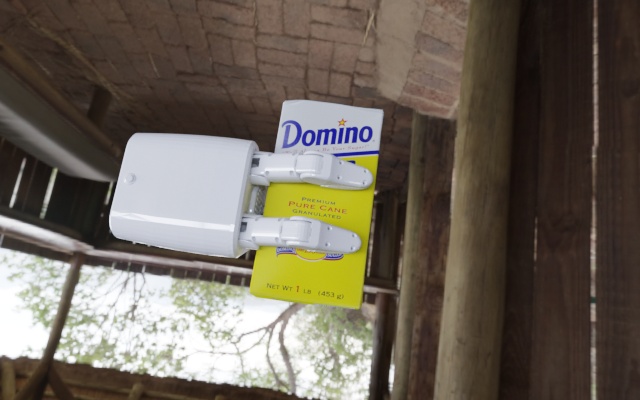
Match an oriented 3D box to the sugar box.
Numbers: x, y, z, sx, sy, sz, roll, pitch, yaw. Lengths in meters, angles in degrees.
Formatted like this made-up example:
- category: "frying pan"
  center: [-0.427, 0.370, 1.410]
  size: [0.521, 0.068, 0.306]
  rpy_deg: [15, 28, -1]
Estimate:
- category: "sugar box"
  center: [0.000, 0.001, 0.418]
  size: [0.093, 0.176, 0.048]
  rpy_deg: [7, -14, 3]
